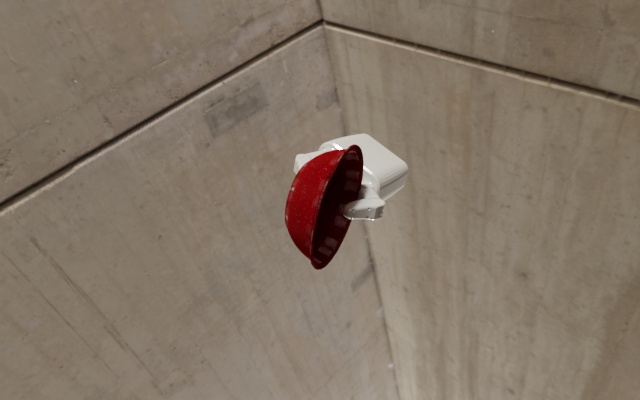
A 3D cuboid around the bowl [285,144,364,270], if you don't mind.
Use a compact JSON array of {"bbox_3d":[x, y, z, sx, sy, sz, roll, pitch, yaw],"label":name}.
[{"bbox_3d":[-0.001,0.002,0.597,0.055,0.162,0.162,18,5,17],"label":"bowl"}]
